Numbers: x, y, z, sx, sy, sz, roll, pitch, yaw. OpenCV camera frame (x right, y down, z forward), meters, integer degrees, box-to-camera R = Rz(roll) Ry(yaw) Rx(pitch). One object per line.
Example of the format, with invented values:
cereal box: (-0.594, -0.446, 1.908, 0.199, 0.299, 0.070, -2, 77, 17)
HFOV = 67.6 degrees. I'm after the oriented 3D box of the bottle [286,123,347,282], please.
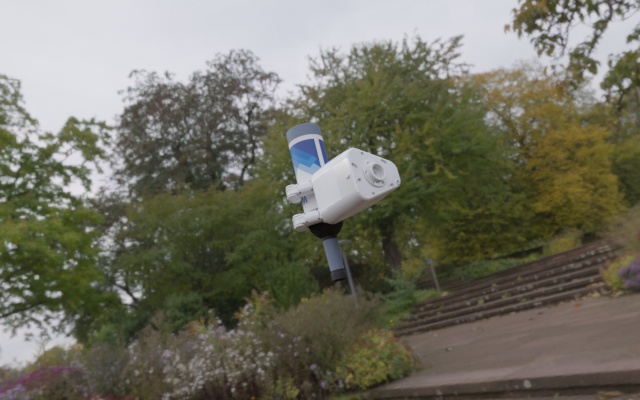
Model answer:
bottle: (0.000, 0.003, 0.881, 0.069, 0.295, 0.069, -13, -17, -4)
